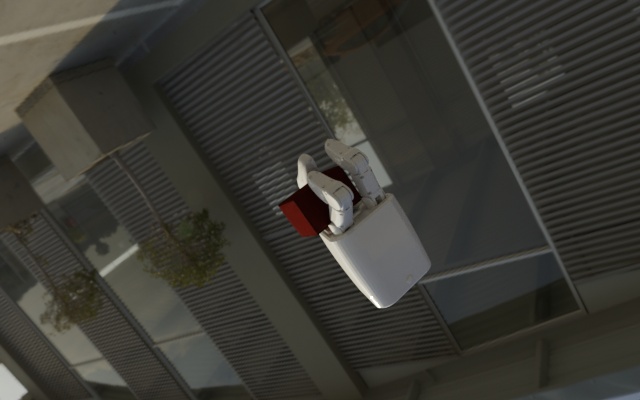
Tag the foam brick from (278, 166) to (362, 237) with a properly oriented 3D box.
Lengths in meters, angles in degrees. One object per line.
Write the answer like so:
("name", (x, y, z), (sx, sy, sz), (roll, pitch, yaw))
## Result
("foam brick", (0.000, 0.002, 0.577), (0.078, 0.051, 0.053), (-38, 10, -23))
